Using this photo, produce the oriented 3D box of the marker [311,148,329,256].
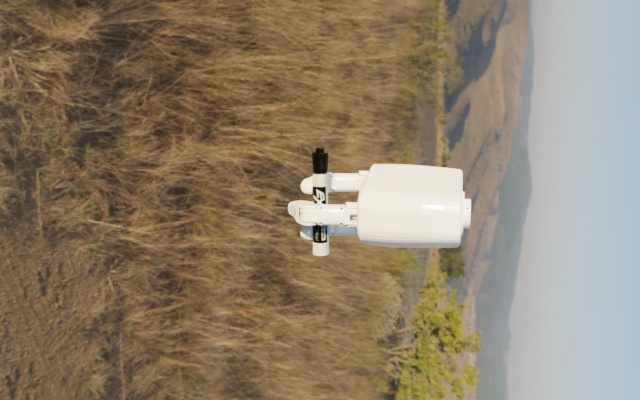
[{"bbox_3d":[0.000,0.002,0.534,0.020,0.121,0.020,-1,10,0],"label":"marker"}]
